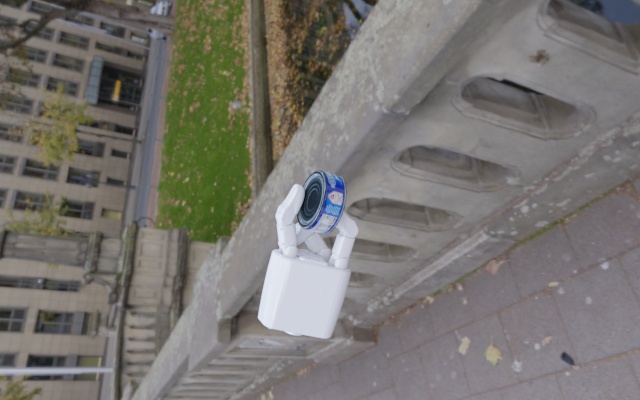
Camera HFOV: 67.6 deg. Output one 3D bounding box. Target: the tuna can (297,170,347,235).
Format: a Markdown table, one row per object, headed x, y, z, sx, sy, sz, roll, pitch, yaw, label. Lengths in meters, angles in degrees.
| x | y | z | sx | sy | sz | roll | pitch | yaw | label |
| --- | --- | --- | --- | --- | --- | --- | --- | --- | --- |
| 0.000 | 0.002 | 0.664 | 0.034 | 0.086 | 0.086 | 16 | -7 | -25 | tuna can |
